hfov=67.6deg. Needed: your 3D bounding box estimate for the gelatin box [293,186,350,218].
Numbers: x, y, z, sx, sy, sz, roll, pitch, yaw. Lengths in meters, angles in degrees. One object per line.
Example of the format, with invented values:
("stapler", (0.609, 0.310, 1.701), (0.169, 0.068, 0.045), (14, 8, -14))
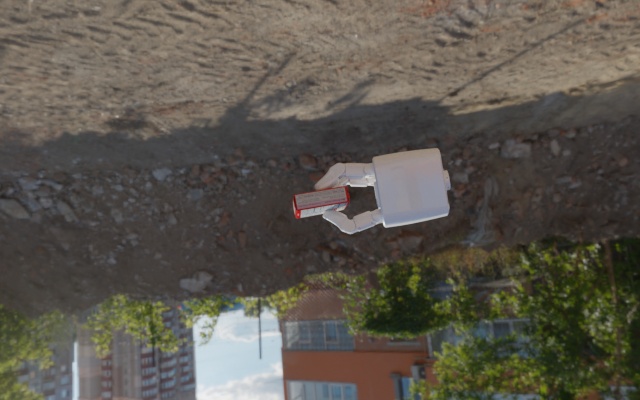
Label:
("gelatin box", (0.000, 0.003, 0.785), (0.089, 0.030, 0.073), (-11, -10, -5))
